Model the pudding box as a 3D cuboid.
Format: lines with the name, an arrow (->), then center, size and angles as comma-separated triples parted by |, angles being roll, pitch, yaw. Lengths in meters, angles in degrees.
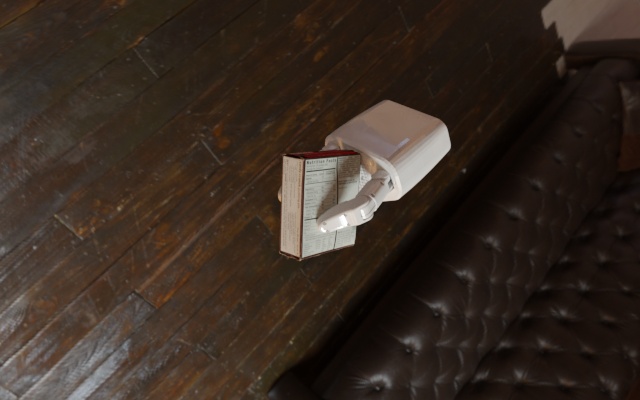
pudding box -> 0.000, 0.002, 0.528 | 0.090, 0.113, 0.039 | -9, 16, -43
